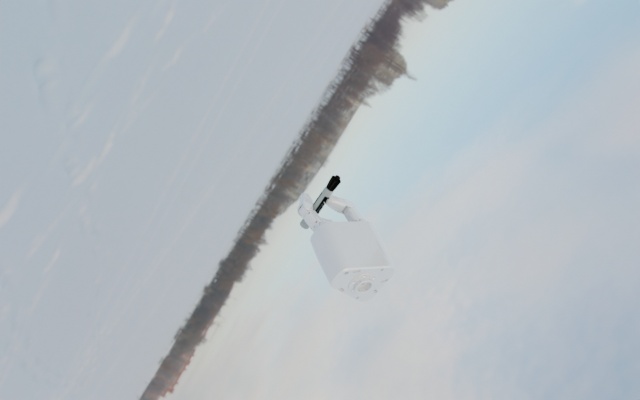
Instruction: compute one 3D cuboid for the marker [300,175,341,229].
[{"bbox_3d":[0.000,0.003,0.854,0.020,0.121,0.020,26,29,-16],"label":"marker"}]
